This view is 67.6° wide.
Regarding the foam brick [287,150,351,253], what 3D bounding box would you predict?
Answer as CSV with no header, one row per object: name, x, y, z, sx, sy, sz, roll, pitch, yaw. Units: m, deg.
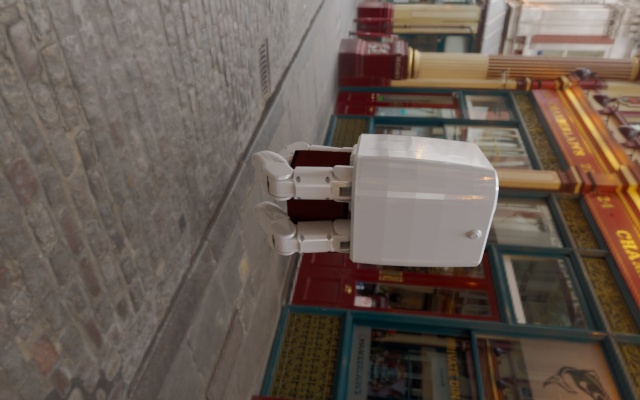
foam brick,0.000,0.002,0.426,0.051,0.078,0.053,3,39,6
